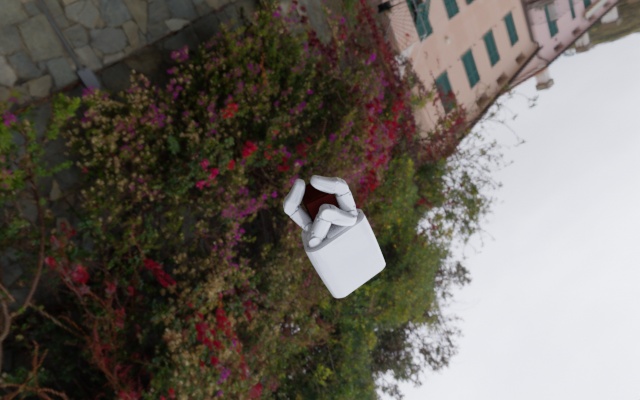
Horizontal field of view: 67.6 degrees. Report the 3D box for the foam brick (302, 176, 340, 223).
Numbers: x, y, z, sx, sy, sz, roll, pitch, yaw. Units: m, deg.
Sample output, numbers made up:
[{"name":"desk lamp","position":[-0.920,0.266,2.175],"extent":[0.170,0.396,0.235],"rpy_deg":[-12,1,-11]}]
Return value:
[{"name":"foam brick","position":[0.000,0.002,0.803],"extent":[0.053,0.051,0.078],"rpy_deg":[-27,23,2]}]
